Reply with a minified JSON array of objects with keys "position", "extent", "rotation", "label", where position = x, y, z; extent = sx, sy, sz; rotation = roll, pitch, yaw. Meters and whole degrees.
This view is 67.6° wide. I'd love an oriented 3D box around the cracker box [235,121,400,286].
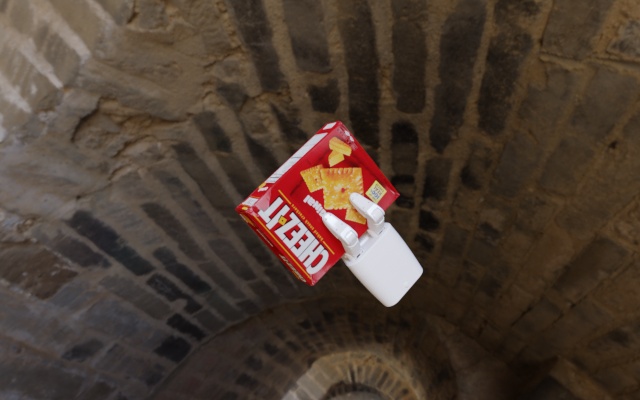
[{"position":[0.000,0.002,0.769],"extent":[0.213,0.164,0.072],"rotation":[-45,17,-16],"label":"cracker box"}]
